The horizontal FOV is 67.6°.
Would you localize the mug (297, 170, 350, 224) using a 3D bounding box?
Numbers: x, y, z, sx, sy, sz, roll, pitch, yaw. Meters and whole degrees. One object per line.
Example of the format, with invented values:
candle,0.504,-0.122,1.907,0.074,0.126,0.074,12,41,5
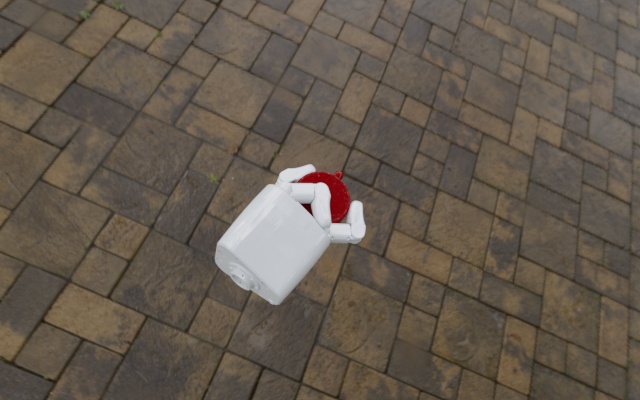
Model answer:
mug,0.001,0.001,0.693,0.093,0.117,0.081,37,-29,3
